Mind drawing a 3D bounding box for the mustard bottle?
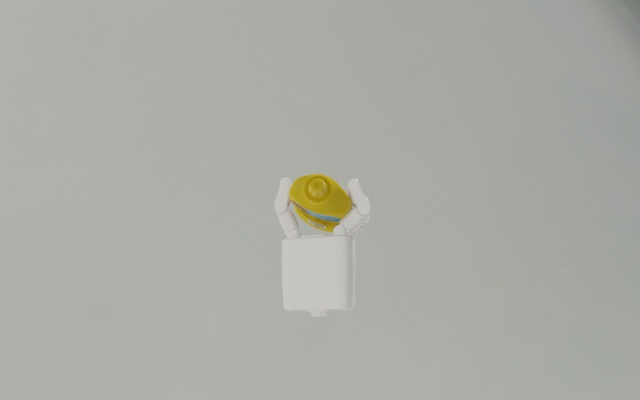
[{"bbox_3d":[0.000,0.002,0.737,0.096,0.058,0.192,23,-11,9],"label":"mustard bottle"}]
